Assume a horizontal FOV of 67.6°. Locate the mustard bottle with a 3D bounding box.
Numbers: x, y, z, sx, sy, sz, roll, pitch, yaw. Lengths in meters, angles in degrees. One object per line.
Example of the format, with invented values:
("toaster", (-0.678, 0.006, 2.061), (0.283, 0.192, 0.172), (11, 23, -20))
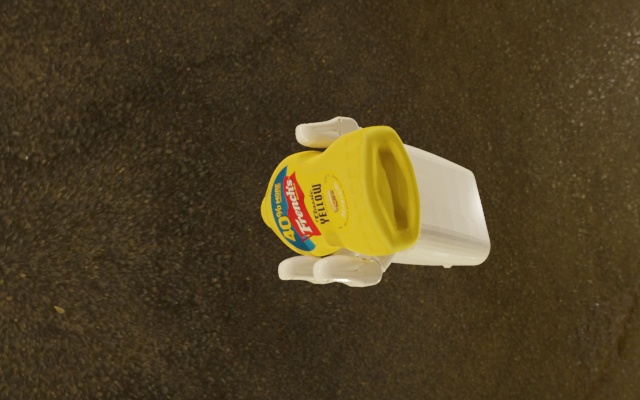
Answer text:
("mustard bottle", (0.000, 0.001, 0.426), (0.058, 0.096, 0.191), (-16, 3, -35))
